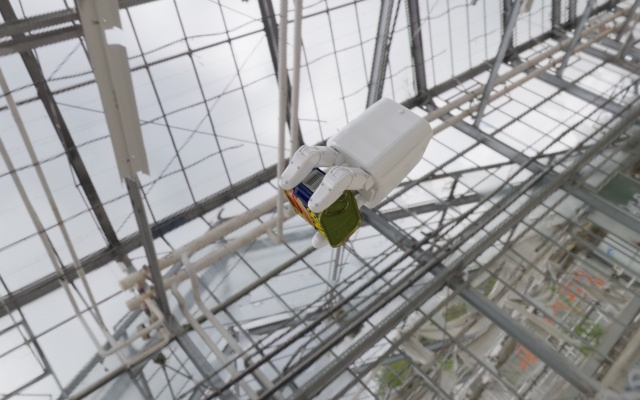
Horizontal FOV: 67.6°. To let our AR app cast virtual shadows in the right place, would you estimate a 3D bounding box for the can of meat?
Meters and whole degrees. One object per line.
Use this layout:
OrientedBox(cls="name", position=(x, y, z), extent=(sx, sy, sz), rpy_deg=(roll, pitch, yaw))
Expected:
OrientedBox(cls="can of meat", position=(0.000, 0.002, 0.625), extent=(0.084, 0.057, 0.102), rpy_deg=(40, -15, 31))
